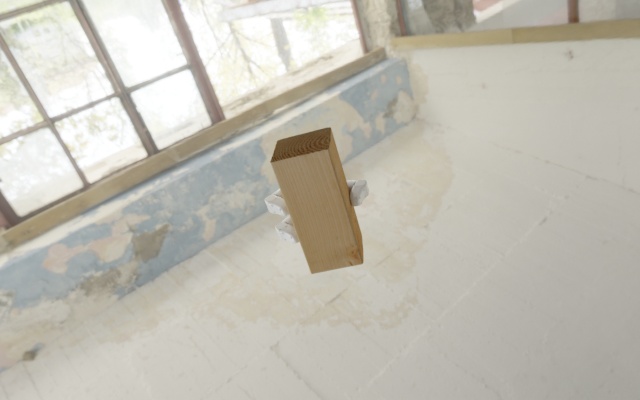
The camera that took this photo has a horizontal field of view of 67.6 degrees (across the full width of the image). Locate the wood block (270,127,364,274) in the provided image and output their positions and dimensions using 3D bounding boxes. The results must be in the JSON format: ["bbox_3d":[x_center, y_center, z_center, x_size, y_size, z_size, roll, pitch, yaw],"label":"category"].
[{"bbox_3d":[0.000,0.002,0.757,0.091,0.206,0.090,-13,28,10],"label":"wood block"}]
